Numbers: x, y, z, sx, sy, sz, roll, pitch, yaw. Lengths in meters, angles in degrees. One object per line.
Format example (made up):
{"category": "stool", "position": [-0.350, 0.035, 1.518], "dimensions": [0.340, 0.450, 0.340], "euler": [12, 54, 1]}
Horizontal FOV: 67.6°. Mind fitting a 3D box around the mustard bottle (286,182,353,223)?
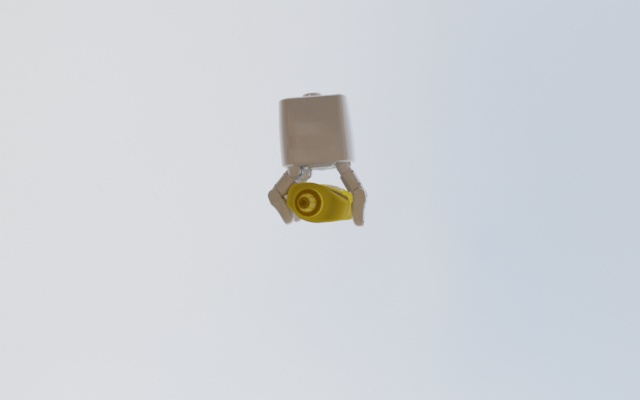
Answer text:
{"category": "mustard bottle", "position": [0.000, 0.003, 0.742], "dimensions": [0.096, 0.058, 0.191], "euler": [20, 4, 13]}
